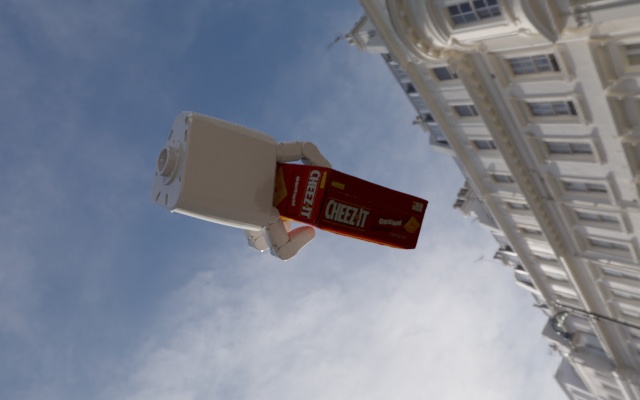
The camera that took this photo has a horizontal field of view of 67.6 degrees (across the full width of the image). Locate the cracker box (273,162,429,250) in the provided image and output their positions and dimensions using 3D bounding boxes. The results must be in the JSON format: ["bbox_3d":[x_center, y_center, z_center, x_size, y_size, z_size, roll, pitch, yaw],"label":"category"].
[{"bbox_3d":[0.000,0.002,0.616,0.164,0.072,0.213,15,-2,-38],"label":"cracker box"}]
